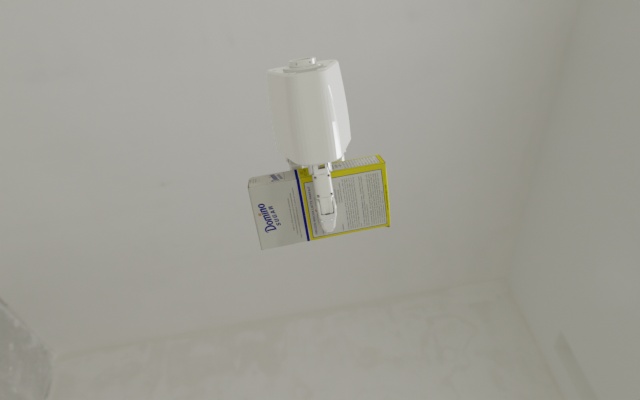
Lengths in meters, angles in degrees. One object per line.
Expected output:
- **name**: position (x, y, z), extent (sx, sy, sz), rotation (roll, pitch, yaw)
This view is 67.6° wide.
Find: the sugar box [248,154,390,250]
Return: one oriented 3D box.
- **sugar box**: position (0.000, 0.002, 0.627), extent (0.176, 0.093, 0.048), rotation (-9, 22, -1)
